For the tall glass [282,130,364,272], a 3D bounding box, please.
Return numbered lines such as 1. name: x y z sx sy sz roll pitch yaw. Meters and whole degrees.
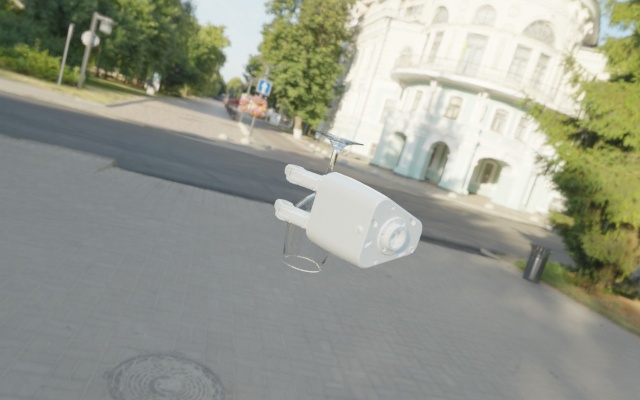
1. tall glass: 0.000 0.002 0.707 0.079 0.201 0.079 17 9 -3
